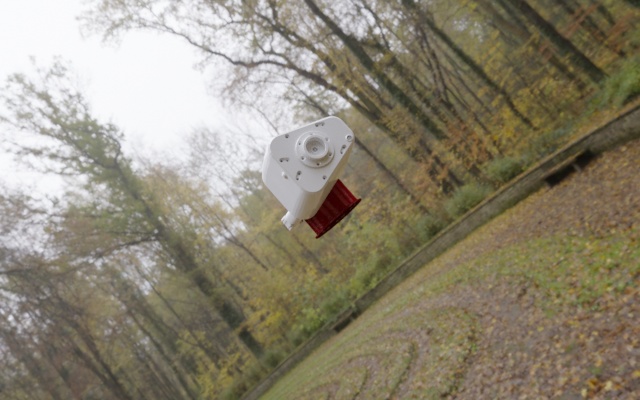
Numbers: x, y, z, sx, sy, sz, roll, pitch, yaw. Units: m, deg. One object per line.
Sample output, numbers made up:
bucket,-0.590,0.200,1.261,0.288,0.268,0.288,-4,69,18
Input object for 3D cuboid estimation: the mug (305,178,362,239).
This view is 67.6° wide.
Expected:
mug,0.000,0.003,0.747,0.093,0.081,0.117,-39,-8,-19
